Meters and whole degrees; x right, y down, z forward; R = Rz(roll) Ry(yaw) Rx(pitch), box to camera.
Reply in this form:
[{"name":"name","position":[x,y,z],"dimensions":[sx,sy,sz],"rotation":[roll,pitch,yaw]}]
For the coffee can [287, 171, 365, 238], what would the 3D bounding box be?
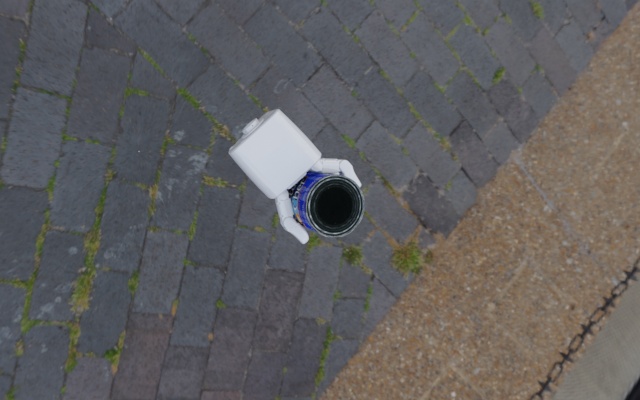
[{"name":"coffee can","position":[0.000,0.003,0.825],"dimensions":[0.103,0.103,0.140],"rotation":[0,5,-21]}]
